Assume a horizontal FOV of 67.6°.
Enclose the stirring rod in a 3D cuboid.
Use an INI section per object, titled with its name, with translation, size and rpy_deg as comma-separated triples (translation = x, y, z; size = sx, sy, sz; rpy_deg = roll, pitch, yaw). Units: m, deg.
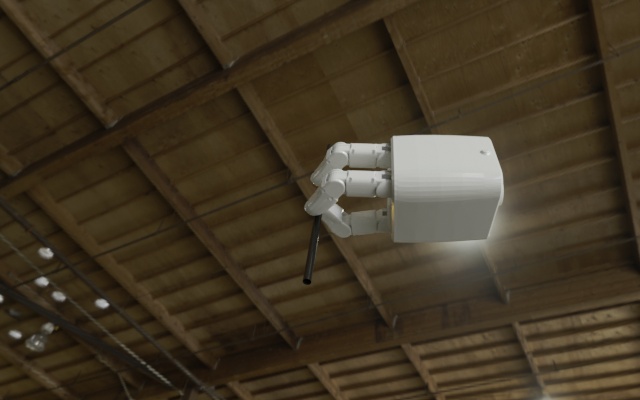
[stirring rod]
translation = 0.000, 0.002, 0.530
size = 0.011, 0.011, 0.239
rpy_deg = 0, 37, 7
